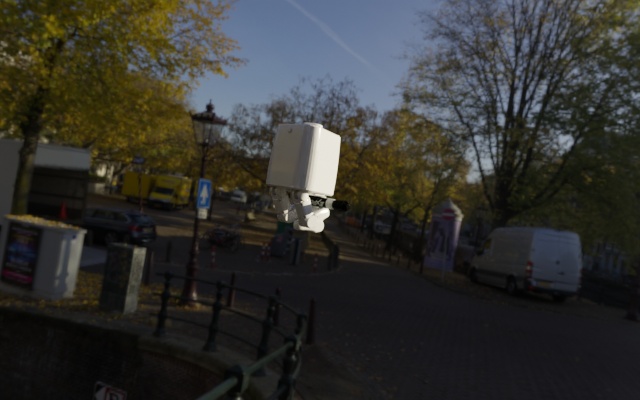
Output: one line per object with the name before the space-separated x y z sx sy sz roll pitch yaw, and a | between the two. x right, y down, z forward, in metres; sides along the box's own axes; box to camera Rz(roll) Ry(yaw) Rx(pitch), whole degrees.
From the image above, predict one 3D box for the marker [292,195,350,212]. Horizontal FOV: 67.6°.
marker | 0.000 0.003 0.802 0.121 0.020 0.020 9 6 43
